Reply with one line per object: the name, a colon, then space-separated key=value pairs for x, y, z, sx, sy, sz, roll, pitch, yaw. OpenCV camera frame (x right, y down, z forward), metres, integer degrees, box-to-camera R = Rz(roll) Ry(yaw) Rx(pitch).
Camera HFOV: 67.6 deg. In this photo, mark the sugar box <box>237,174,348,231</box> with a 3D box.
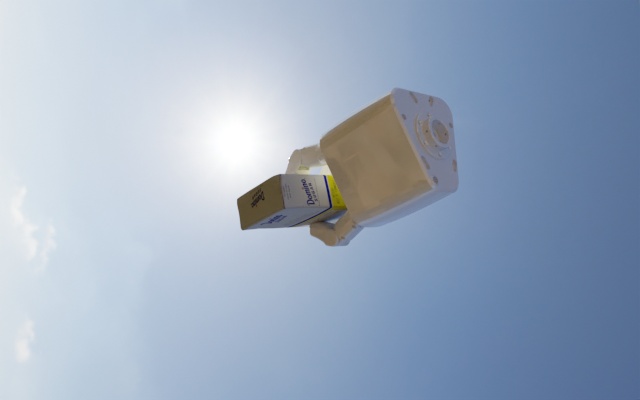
sugar box: x=0.000 y=0.001 z=0.570 sx=0.176 sy=0.048 sz=0.093 roll=2 pitch=-19 yaw=-39
